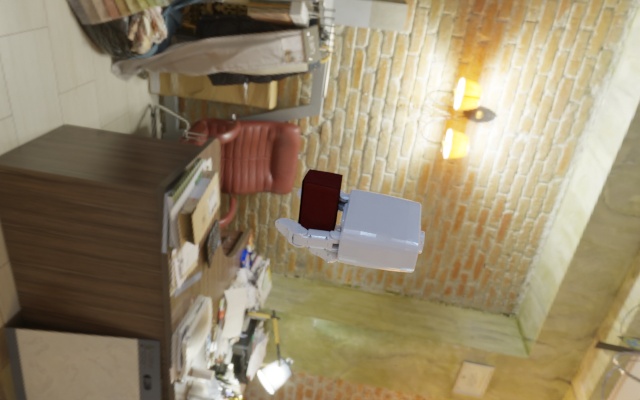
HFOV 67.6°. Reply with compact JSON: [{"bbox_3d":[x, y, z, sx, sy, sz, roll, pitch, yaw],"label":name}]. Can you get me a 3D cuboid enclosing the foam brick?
[{"bbox_3d":[0.000,0.002,0.677,0.051,0.078,0.053,10,26,6],"label":"foam brick"}]
